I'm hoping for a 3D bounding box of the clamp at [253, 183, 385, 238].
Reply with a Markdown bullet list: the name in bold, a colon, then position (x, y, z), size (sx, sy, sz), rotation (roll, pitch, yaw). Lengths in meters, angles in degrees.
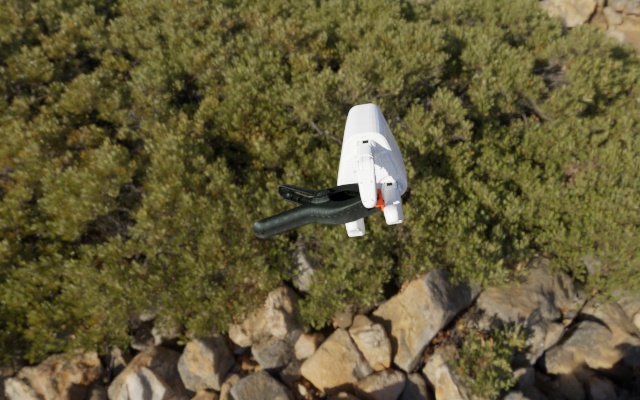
- **clamp**: position (0.000, 0.002, 0.648), size (0.171, 0.039, 0.120), rotation (-8, 34, 10)
